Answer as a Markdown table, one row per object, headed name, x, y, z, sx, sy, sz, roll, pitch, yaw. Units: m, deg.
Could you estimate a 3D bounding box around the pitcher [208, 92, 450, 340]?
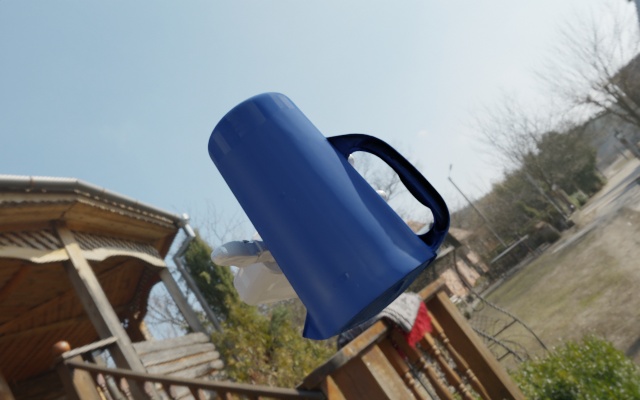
| name | x | y | z | sx | sy | sz | roll | pitch | yaw |
| --- | --- | --- | --- | --- | --- | --- | --- | --- | --- |
| pitcher | 0.000 | 0.002 | 0.485 | 0.149 | 0.242 | 0.145 | -25 | -21 | -37 |
